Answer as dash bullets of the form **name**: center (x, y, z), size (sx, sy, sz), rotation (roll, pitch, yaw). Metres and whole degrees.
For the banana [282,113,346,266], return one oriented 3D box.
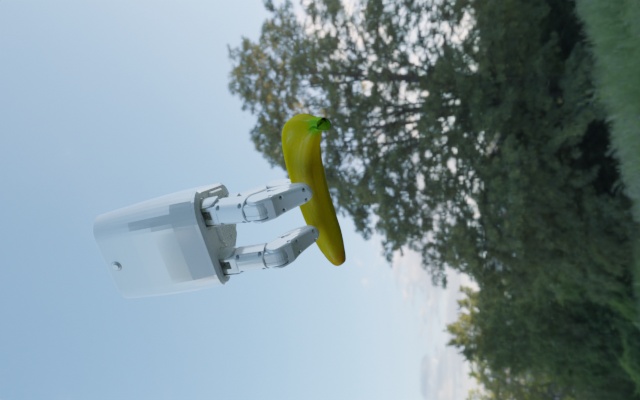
- **banana**: center (-0.007, -0.013, 0.466), size (0.037, 0.198, 0.069), rotation (-21, 48, -8)
